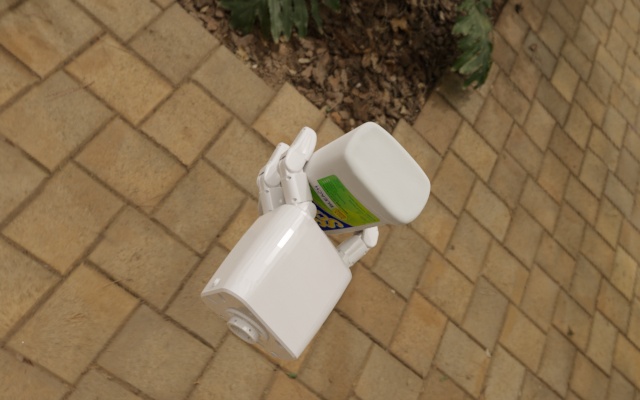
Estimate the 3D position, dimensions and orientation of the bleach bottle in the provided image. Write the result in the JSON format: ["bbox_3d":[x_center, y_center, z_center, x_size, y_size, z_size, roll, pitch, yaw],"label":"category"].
[{"bbox_3d":[0.000,0.002,0.541,0.068,0.102,0.251,-52,15,-31],"label":"bleach bottle"}]
